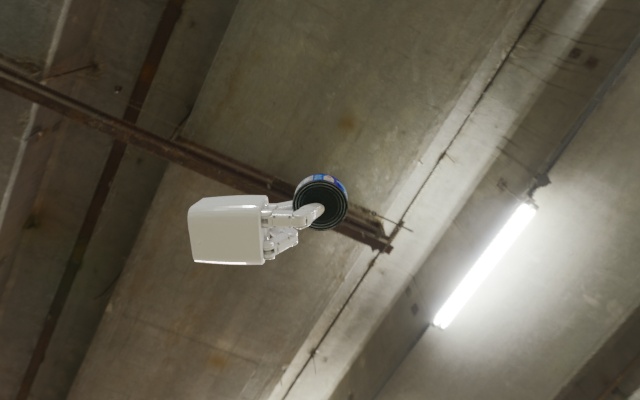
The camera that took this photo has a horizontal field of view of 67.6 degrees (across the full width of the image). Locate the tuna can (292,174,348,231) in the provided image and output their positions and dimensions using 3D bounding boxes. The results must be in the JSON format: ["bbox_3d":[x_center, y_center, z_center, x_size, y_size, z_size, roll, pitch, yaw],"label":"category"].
[{"bbox_3d":[0.000,0.002,0.744,0.086,0.086,0.033,0,24,3],"label":"tuna can"}]
